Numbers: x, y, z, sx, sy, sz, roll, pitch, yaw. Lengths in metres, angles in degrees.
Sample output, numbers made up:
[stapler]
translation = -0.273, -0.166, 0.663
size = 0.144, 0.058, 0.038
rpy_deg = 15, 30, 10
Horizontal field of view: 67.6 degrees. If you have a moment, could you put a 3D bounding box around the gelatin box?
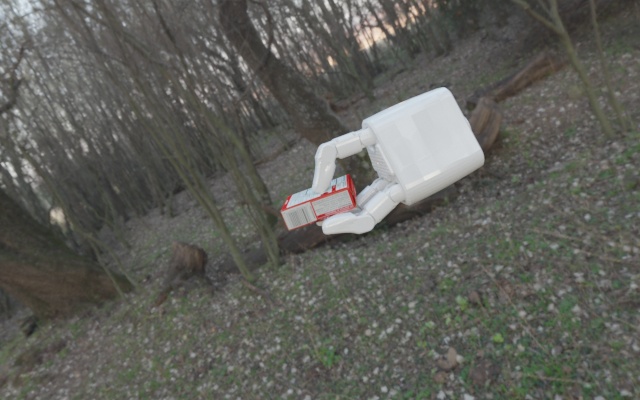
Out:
[gelatin box]
translation = 0.000, 0.002, 0.591
size = 0.089, 0.030, 0.073
rpy_deg = -19, 13, 7
